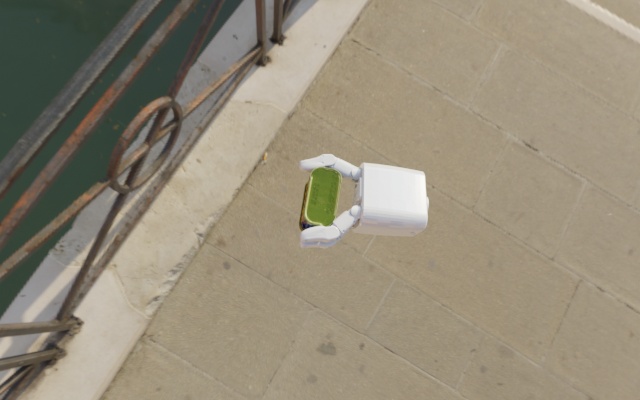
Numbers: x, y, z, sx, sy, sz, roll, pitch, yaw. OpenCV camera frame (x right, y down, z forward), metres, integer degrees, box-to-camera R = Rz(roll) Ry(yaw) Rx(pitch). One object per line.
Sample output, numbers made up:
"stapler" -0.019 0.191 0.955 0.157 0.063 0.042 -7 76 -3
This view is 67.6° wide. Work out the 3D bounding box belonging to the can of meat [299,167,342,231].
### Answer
"can of meat" 0.000 0.002 0.782 0.057 0.102 0.084 10 -14 -4
